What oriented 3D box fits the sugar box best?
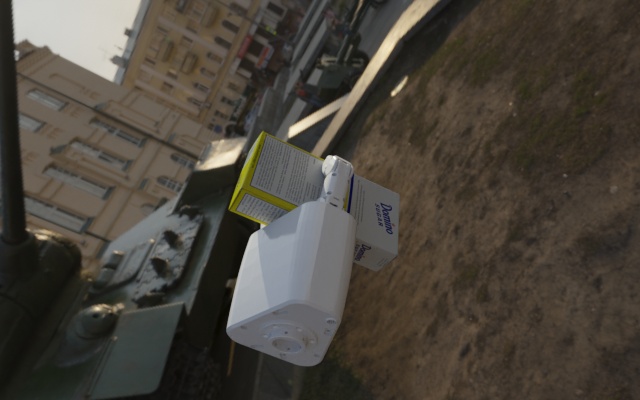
[{"bbox_3d":[0.000,0.002,0.512,0.176,0.093,0.048,26,-45,-16],"label":"sugar box"}]
